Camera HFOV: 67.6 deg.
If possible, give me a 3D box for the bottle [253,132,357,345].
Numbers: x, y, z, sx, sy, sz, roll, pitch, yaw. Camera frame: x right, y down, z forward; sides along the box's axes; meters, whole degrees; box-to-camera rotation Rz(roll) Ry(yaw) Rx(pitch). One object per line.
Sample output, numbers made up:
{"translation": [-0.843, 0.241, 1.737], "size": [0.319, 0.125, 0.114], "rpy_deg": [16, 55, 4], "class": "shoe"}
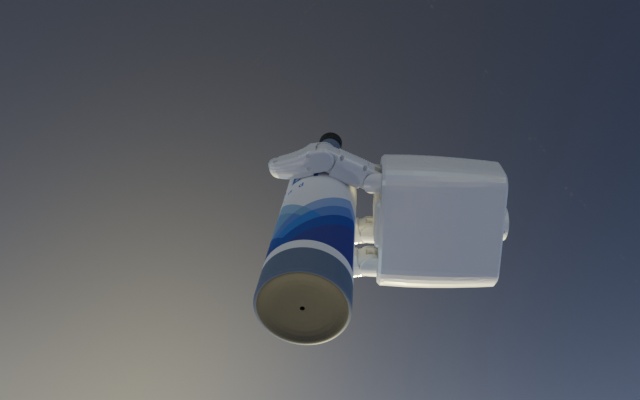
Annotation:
{"translation": [0.000, 0.002, 0.444], "size": [0.069, 0.069, 0.295], "rpy_deg": [0, 29, 5], "class": "bottle"}
